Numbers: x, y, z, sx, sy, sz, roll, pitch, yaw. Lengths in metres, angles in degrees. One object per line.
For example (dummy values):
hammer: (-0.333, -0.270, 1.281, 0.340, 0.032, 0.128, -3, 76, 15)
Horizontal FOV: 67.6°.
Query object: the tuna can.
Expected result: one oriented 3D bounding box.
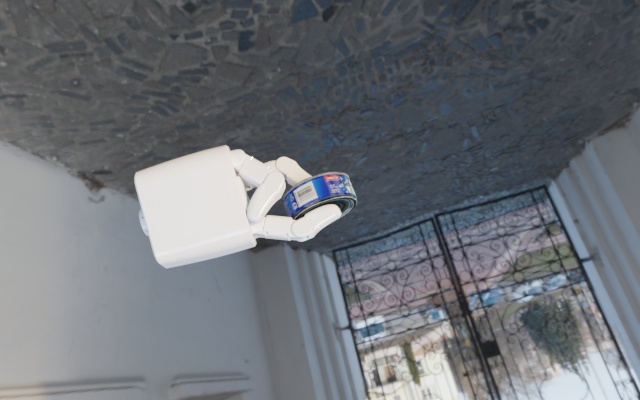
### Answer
tuna can: (0.000, 0.002, 0.572, 0.086, 0.033, 0.086, -18, -22, -7)
